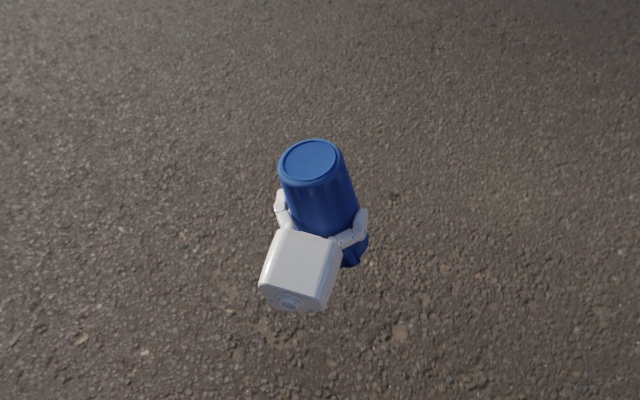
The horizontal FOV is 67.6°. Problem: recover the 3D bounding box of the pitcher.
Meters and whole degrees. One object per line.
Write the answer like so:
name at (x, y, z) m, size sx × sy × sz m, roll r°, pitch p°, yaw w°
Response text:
pitcher at (0.000, 0.003, 0.856) m, size 0.149 × 0.145 × 0.243 m, roll 6°, pitch -36°, yaw 19°
